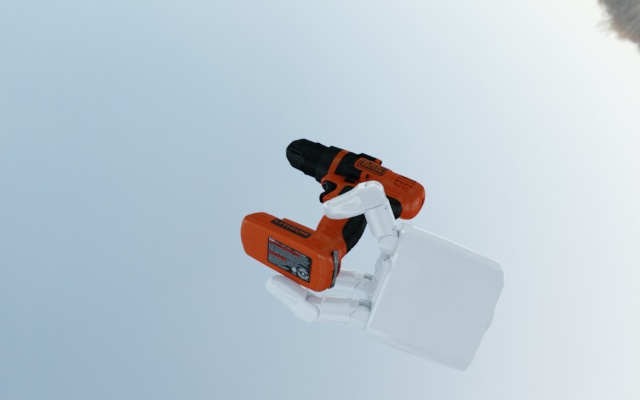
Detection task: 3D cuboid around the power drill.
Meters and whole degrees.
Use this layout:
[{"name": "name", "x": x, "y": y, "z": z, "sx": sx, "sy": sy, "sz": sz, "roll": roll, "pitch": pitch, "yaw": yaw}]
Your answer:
[{"name": "power drill", "x": 0.000, "y": 0.002, "z": 0.523, "sx": 0.184, "sy": 0.057, "sz": 0.187, "roll": 23, "pitch": 43, "yaw": 24}]
